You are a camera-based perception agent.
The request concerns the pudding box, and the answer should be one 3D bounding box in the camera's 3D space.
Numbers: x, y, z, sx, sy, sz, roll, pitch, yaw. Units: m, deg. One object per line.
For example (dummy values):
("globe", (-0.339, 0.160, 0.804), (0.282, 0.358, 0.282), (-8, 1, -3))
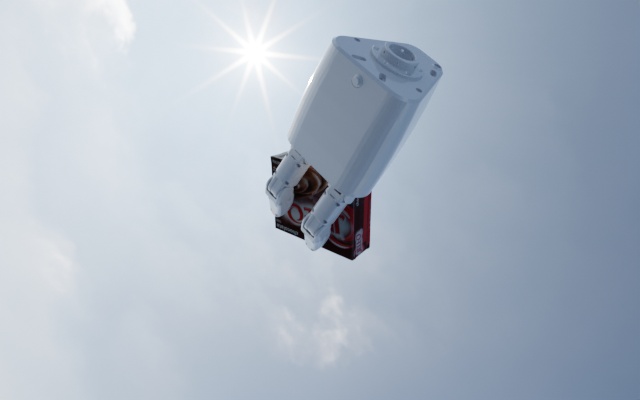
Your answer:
("pudding box", (0.000, 0.002, 0.506), (0.113, 0.090, 0.039), (21, 33, 37))
